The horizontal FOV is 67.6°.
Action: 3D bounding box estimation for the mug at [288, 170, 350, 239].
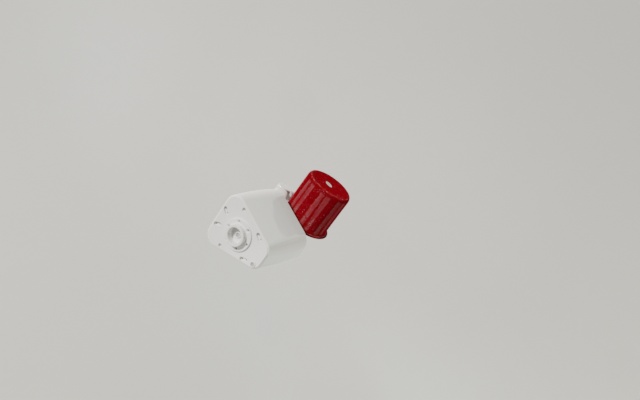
[{"bbox_3d":[0.001,0.002,0.808,0.093,0.081,0.117,43,22,16],"label":"mug"}]
